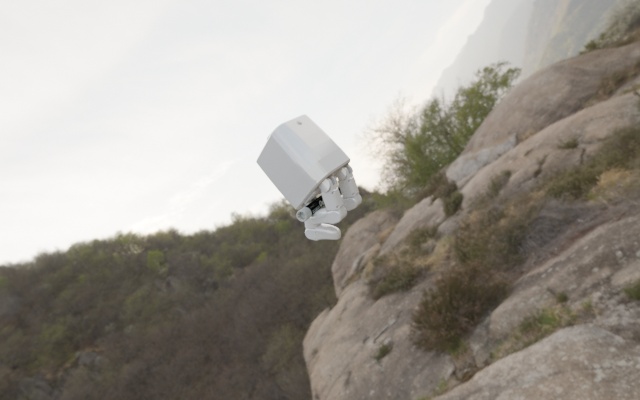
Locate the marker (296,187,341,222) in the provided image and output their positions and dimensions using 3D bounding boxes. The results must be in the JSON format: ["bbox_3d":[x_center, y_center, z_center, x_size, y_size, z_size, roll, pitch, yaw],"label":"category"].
[{"bbox_3d":[0.000,0.003,0.762,0.020,0.020,0.121,0,21,31],"label":"marker"}]
